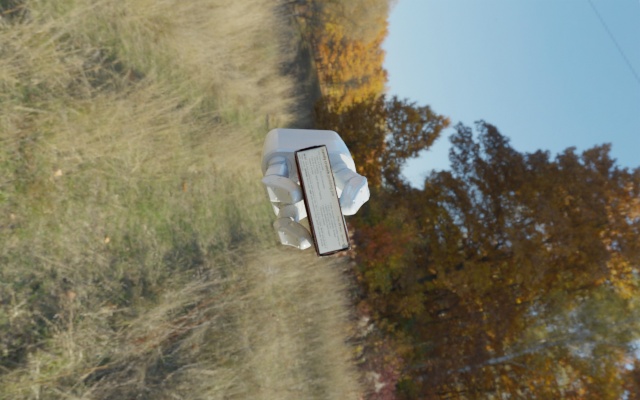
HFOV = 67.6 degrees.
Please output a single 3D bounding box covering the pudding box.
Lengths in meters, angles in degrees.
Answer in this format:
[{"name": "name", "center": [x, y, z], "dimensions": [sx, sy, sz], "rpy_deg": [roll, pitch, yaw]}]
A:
[{"name": "pudding box", "center": [0.000, 0.002, 0.520], "dimensions": [0.039, 0.113, 0.090], "rpy_deg": [-15, -2, -2]}]
